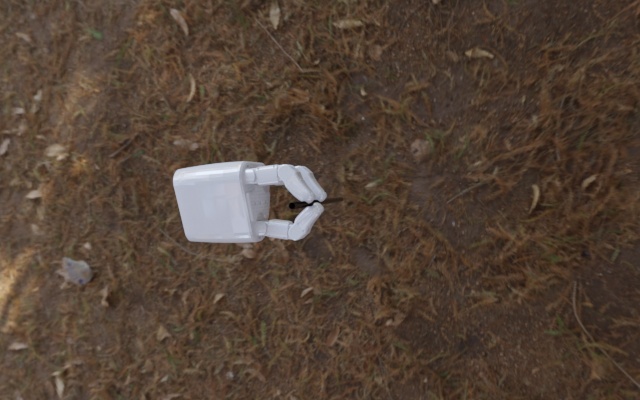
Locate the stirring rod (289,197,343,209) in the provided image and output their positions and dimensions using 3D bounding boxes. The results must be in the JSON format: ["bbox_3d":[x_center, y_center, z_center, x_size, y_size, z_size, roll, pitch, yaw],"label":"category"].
[{"bbox_3d":[0.000,0.002,0.678,0.011,0.011,0.239,0,2,16],"label":"stirring rod"}]
